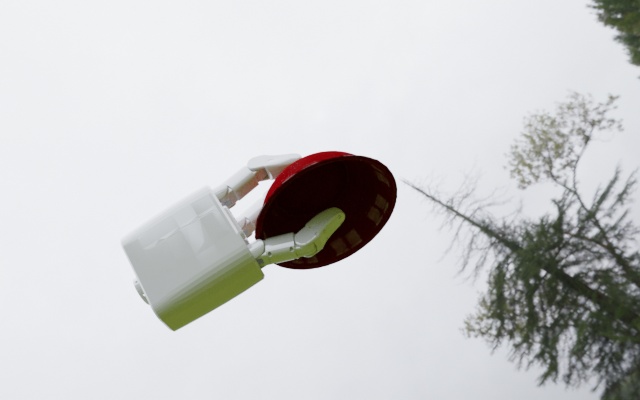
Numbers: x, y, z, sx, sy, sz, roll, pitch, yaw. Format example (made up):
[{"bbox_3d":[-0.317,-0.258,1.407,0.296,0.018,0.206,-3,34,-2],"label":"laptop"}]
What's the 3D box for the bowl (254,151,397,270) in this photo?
[{"bbox_3d":[0.001,0.001,0.520,0.162,0.162,0.055,0,41,-28],"label":"bowl"}]
